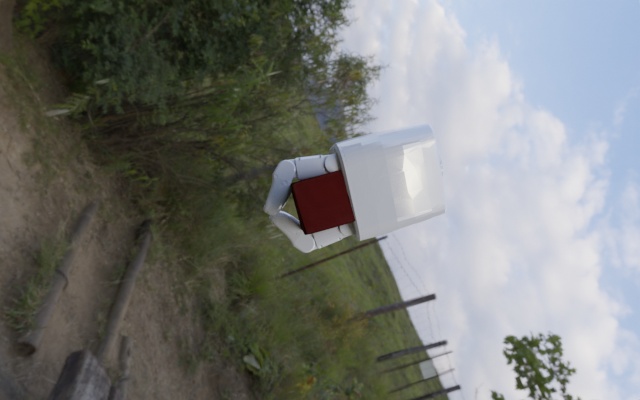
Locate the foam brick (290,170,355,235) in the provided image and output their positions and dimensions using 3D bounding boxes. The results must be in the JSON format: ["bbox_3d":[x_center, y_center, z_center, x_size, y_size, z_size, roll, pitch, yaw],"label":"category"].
[{"bbox_3d":[0.000,0.002,0.488,0.051,0.053,0.078,-15,2,-4],"label":"foam brick"}]
